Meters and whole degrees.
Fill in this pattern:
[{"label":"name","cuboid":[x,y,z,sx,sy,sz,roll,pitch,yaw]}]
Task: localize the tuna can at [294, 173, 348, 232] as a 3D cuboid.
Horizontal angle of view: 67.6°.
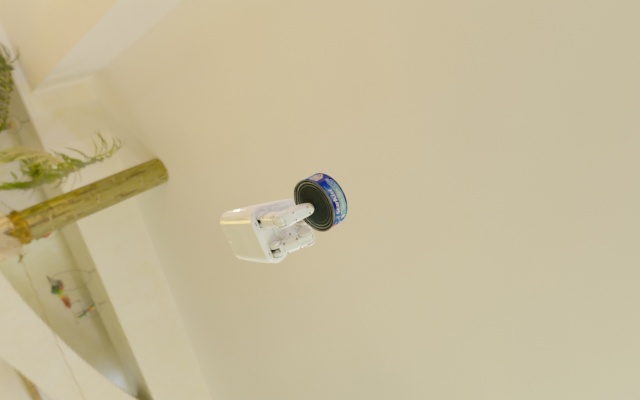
[{"label":"tuna can","cuboid":[0.001,0.002,0.727,0.033,0.086,0.086,-30,19,-36]}]
